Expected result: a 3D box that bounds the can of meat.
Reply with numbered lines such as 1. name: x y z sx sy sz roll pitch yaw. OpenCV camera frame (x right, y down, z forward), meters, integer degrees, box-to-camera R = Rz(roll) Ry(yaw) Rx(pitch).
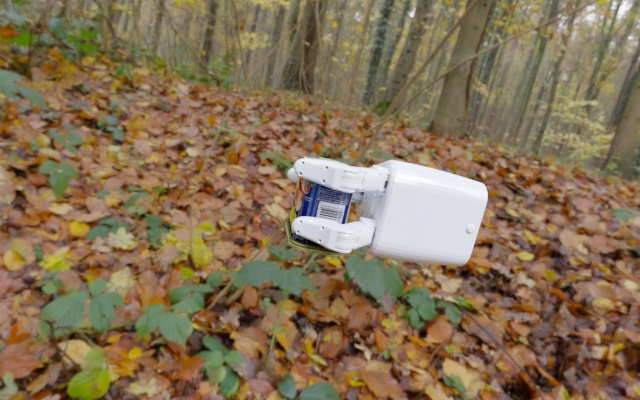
1. can of meat: 0.000 0.001 0.508 0.057 0.084 0.102 11 12 -9
